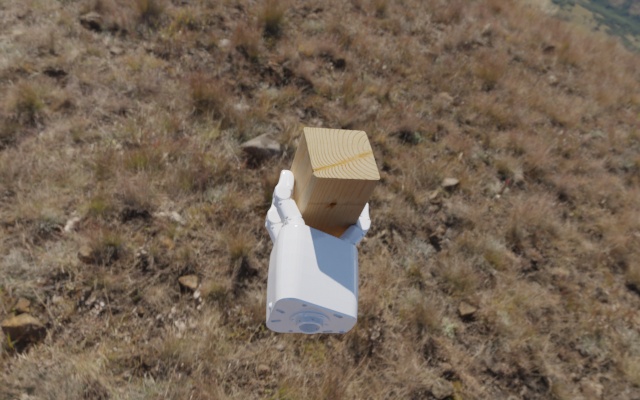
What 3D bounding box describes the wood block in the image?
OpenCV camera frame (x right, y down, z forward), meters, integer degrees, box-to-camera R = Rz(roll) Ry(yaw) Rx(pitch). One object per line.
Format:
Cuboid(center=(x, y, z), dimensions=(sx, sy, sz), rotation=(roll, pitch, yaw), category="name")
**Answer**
Cuboid(center=(0.001, 0.002, 0.687), dimensions=(0.091, 0.090, 0.206), rotation=(2, -38, -19), category="wood block")
